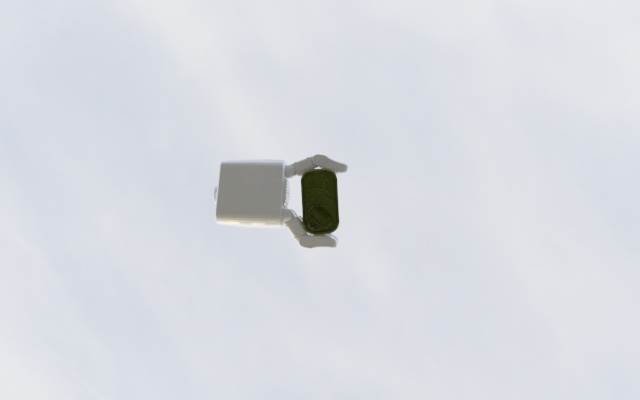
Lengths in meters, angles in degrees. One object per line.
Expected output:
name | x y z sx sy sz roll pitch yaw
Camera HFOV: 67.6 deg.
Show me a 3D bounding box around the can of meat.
can of meat | 0.000 0.002 0.777 0.057 0.102 0.084 -3 -2 1
